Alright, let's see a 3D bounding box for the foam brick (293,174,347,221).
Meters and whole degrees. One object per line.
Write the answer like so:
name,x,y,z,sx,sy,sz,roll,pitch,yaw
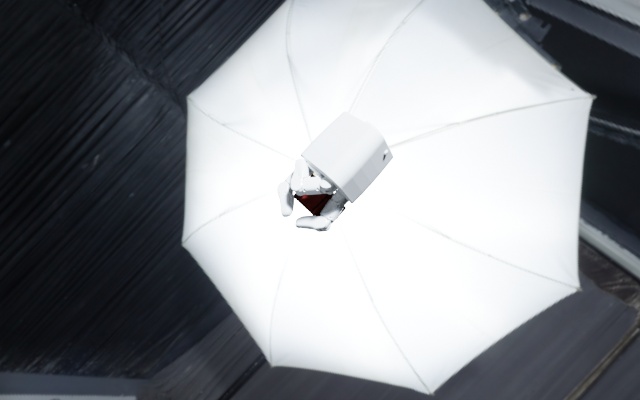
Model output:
foam brick,0.000,0.003,0.808,0.053,0.051,0.078,41,-3,31
